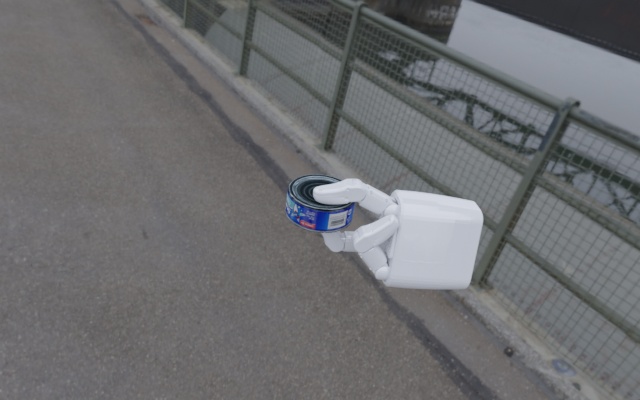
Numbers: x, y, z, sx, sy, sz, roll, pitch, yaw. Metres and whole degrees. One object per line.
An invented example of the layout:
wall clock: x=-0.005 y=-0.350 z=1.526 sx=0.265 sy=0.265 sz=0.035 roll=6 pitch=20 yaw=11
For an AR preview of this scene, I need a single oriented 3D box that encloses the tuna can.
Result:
tuna can: x=0.000 y=0.001 z=0.590 sx=0.086 sy=0.034 sz=0.086 roll=6 pitch=32 yaw=-4
